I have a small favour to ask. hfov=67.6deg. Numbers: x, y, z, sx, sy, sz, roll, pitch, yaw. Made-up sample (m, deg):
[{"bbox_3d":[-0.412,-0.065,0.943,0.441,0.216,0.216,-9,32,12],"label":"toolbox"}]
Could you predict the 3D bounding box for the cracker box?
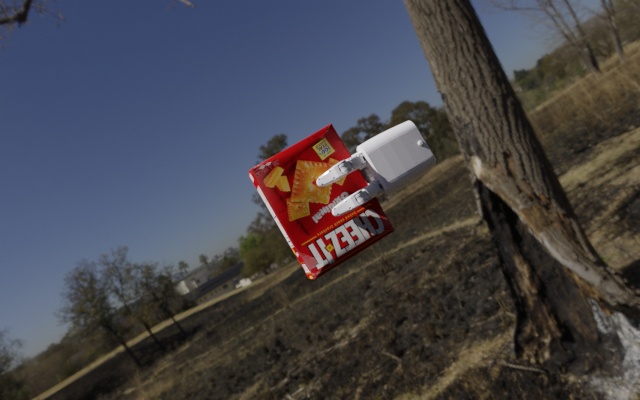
[{"bbox_3d":[0.000,0.003,0.816,0.164,0.213,0.072,-30,-2,-10],"label":"cracker box"}]
